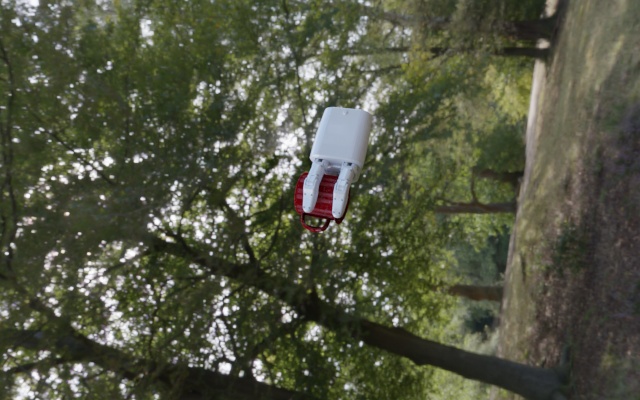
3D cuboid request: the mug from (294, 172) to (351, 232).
[{"bbox_3d":[0.000,0.004,0.880,0.081,0.117,0.093,9,-19,19],"label":"mug"}]
